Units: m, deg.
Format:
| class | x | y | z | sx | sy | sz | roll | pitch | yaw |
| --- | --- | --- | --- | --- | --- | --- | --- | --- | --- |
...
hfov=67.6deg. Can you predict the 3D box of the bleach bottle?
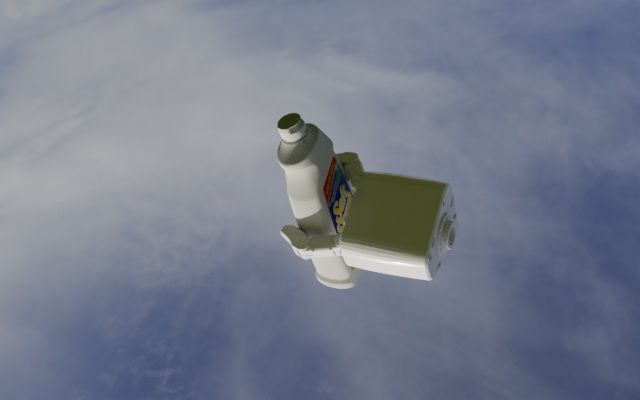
| class | x | y | z | sx | sy | sz | roll | pitch | yaw |
| --- | --- | --- | --- | --- | --- | --- | --- | --- | --- |
| bleach bottle | 0.000 | 0.002 | 0.610 | 0.068 | 0.102 | 0.251 | 7 | -39 | 30 |
